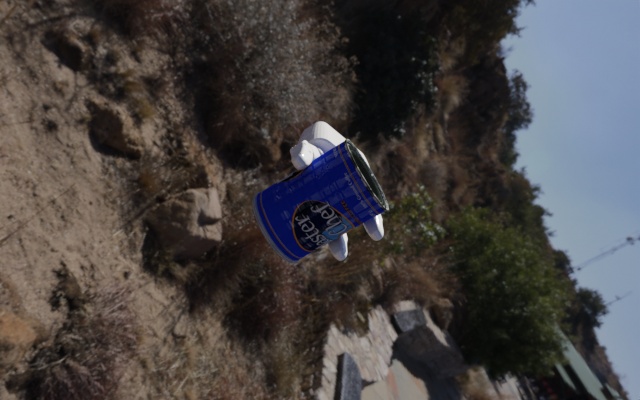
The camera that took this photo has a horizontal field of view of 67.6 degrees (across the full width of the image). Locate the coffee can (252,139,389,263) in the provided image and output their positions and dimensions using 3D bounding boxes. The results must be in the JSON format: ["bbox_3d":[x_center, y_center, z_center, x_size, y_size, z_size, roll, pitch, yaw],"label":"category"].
[{"bbox_3d":[0.000,0.002,0.603,0.140,0.103,0.103,-30,-8,13],"label":"coffee can"}]
